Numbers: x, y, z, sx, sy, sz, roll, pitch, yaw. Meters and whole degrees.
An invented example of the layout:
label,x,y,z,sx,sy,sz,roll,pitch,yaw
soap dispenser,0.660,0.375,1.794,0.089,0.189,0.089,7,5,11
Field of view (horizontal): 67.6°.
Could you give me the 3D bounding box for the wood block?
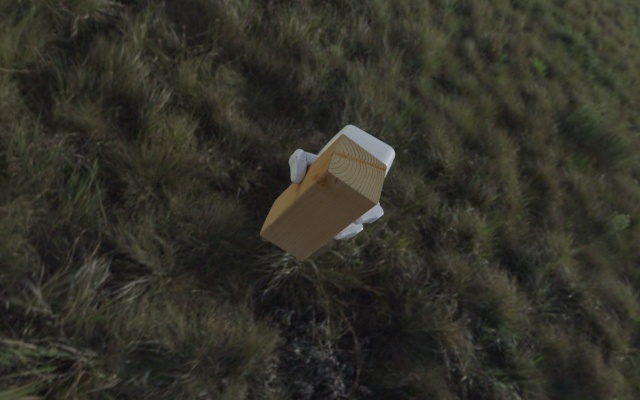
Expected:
label,x,y,z,sx,sy,sz,roll,pitch,yaw
wood block,0.000,0.002,0.759,0.091,0.090,0.206,34,-44,-14
